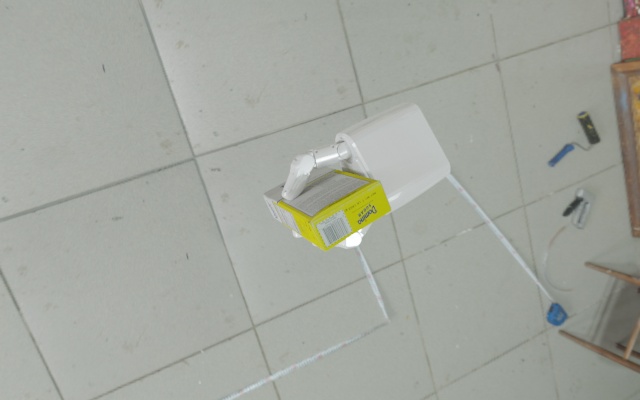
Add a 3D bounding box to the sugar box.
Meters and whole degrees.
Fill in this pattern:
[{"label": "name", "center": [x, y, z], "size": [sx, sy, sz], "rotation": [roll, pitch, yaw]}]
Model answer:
[{"label": "sugar box", "center": [0.000, 0.002, 0.586], "size": [0.093, 0.048, 0.176], "rotation": [-29, 18, -15]}]
